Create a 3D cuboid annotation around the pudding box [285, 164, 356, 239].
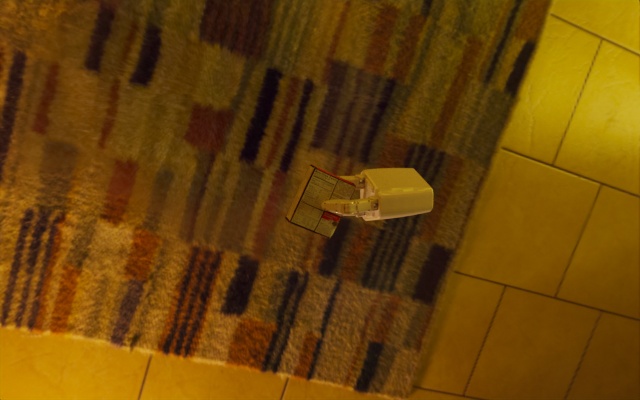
[{"bbox_3d":[0.000,0.003,0.870,0.090,0.113,0.039,24,5,-19],"label":"pudding box"}]
